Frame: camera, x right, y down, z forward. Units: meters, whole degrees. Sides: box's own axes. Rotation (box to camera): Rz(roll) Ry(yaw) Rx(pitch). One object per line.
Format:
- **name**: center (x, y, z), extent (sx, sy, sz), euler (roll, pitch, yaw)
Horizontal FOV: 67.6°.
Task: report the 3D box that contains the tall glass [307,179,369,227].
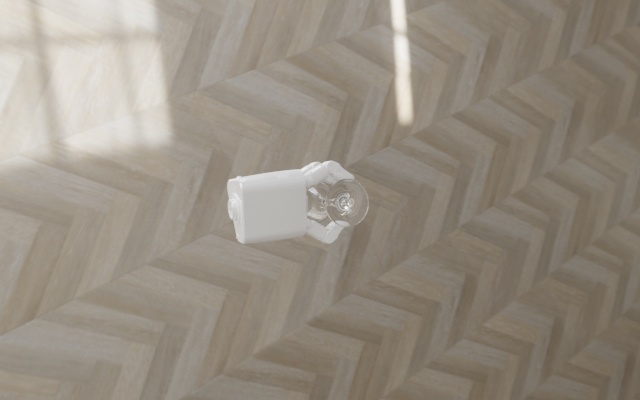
- **tall glass**: center (0.001, 0.003, 0.820), extent (0.079, 0.079, 0.201), euler (0, 1, -24)
